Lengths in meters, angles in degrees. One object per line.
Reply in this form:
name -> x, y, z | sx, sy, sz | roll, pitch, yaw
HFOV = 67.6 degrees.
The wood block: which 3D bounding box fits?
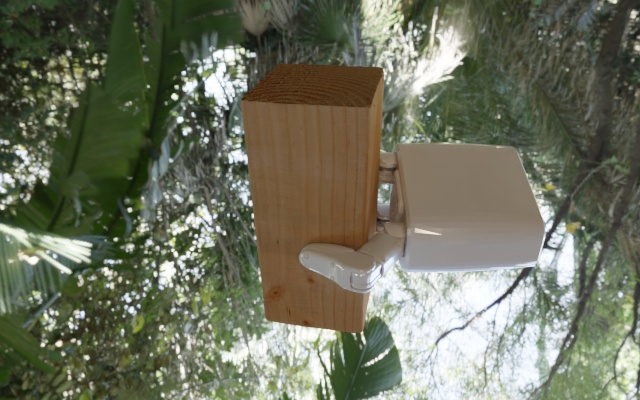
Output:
wood block -> 0.000, 0.002, 0.400 | 0.090, 0.206, 0.090 | 6, 32, 11
